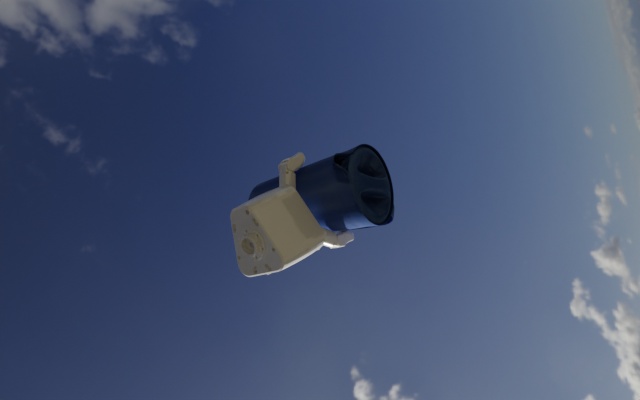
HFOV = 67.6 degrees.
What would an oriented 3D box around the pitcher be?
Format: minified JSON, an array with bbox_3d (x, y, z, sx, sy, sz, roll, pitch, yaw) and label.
[{"bbox_3d":[0.000,0.003,0.830,0.243,0.149,0.145,-14,7,36],"label":"pitcher"}]
